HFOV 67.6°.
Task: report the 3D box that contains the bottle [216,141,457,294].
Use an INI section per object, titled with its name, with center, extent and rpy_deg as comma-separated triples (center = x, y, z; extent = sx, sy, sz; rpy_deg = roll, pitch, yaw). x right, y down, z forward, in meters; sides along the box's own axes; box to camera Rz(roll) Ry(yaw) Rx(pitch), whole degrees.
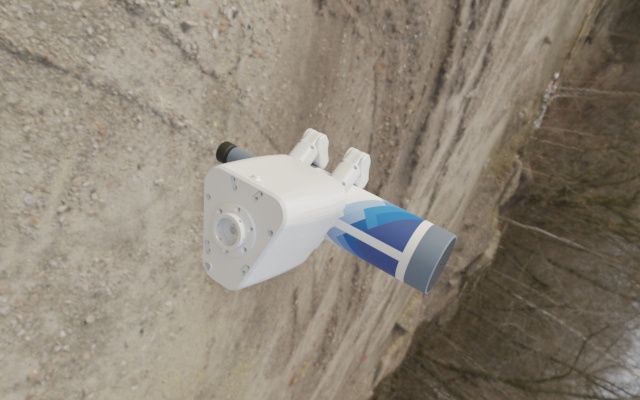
[bottle]
center = 0.000, 0.002, 0.532
extent = 0.295, 0.069, 0.069
rpy_deg = 28, 11, 23
